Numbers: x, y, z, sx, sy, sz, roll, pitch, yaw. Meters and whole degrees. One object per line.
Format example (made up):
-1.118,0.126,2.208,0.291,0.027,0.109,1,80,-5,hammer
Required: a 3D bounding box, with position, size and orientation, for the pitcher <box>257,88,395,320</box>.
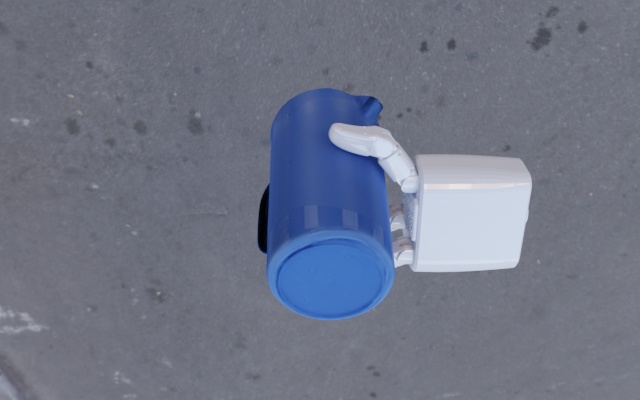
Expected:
0.000,0.002,0.490,0.145,0.149,0.242,1,37,-1,pitcher
